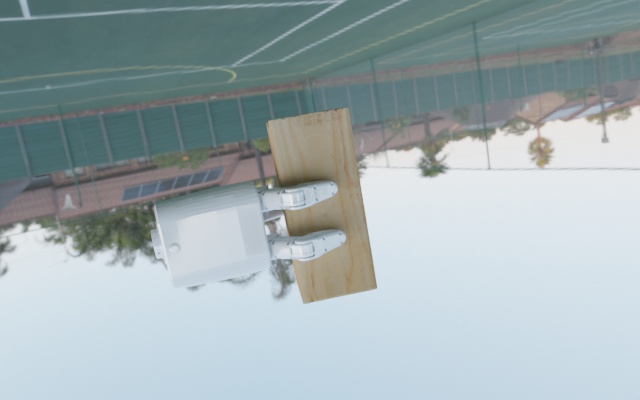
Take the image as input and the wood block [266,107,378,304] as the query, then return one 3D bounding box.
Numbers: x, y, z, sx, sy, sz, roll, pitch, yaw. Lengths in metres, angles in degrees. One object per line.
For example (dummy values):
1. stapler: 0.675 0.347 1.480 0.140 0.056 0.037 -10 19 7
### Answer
1. wood block: 0.000 0.002 0.564 0.090 0.206 0.091 -11 9 -6
